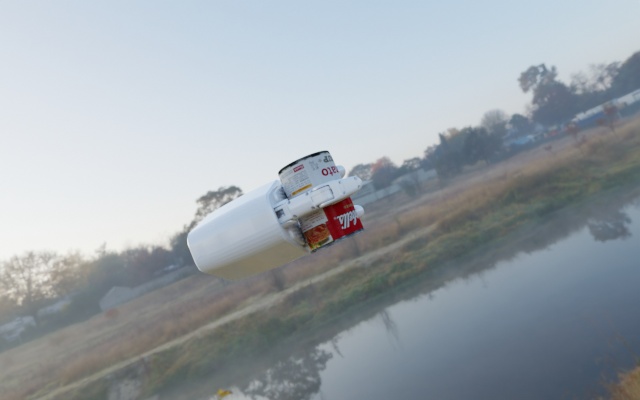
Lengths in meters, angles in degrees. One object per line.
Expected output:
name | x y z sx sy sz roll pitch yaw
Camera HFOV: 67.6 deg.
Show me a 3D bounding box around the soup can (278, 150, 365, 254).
soup can | 0.000 0.001 0.552 0.068 0.102 0.068 -23 -5 -2
